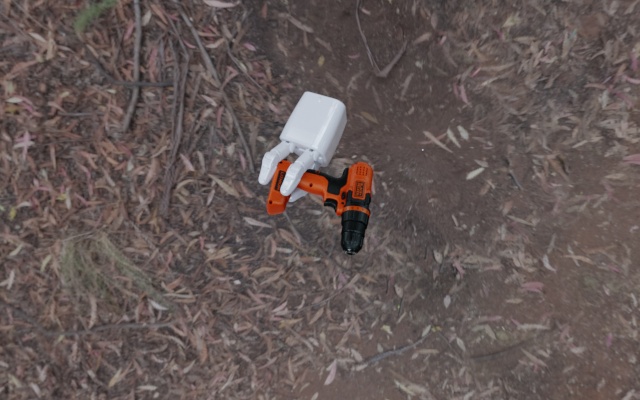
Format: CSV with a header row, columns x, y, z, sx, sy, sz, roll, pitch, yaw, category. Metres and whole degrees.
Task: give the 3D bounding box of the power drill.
x,y,z,sx,sy,sz,roll,pitch,yaw,category
0.000,0.003,0.881,0.187,0.184,0.057,10,-29,1,power drill
